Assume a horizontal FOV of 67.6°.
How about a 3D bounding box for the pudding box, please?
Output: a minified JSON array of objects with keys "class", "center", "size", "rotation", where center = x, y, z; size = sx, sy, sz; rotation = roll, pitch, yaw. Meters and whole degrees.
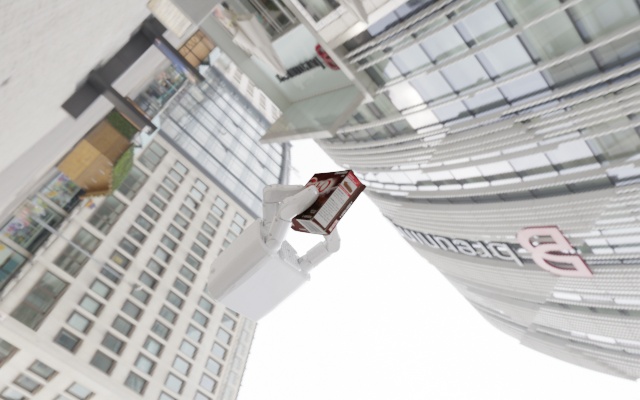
[{"class":"pudding box","center":[0.000,0.002,0.663],"size":[0.039,0.090,0.113],"rotation":[45,-19,-22]}]
